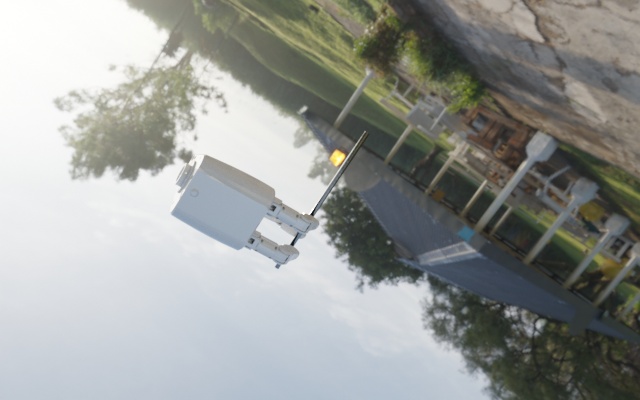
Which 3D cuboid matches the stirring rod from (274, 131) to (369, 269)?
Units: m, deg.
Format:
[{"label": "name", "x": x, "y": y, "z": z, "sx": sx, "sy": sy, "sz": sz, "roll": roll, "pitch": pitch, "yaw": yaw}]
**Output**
[{"label": "stirring rod", "x": 0.000, "y": 0.002, "z": 0.696, "sx": 0.011, "sy": 0.239, "sz": 0.011, "roll": 33, "pitch": 10, "yaw": -6}]
